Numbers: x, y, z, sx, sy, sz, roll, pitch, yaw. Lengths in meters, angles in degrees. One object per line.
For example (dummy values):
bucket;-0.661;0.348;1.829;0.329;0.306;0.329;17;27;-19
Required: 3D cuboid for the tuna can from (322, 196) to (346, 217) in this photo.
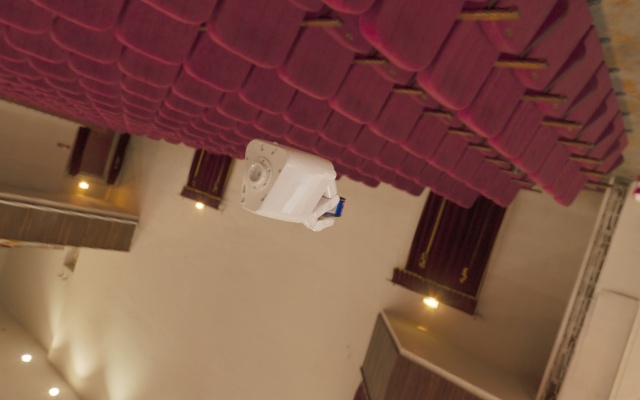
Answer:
tuna can;0.000;0.003;0.850;0.086;0.034;0.086;14;5;-1
